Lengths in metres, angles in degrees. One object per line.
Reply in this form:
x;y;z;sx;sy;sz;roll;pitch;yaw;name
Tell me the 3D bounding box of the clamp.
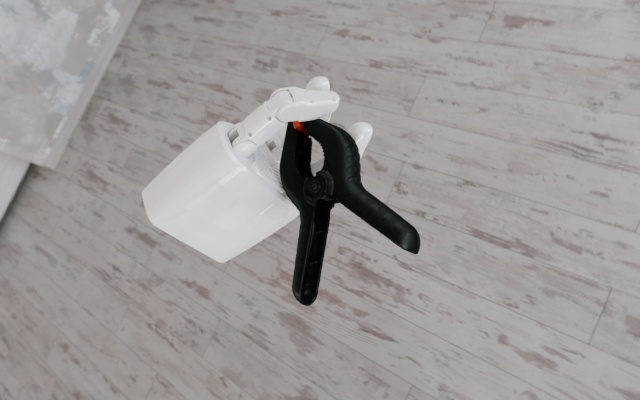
0.000;0.001;0.411;0.120;0.171;0.039;-36;-31;18;clamp
